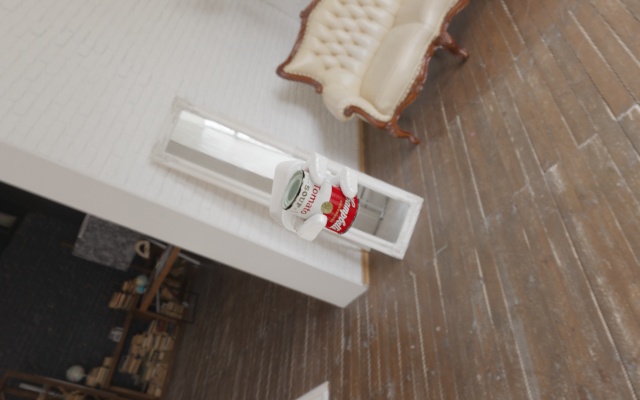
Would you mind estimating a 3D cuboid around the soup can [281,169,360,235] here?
[{"bbox_3d":[0.000,0.002,0.727,0.102,0.068,0.068,25,-9,-21],"label":"soup can"}]
